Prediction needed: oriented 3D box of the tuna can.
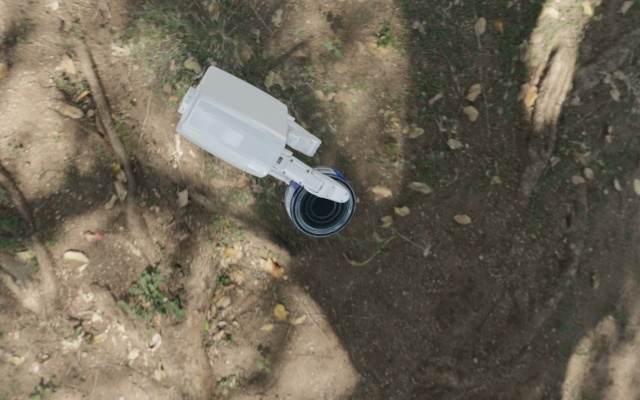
[{"bbox_3d":[0.000,0.002,0.599,0.086,0.086,0.033,0,22,-17],"label":"tuna can"}]
